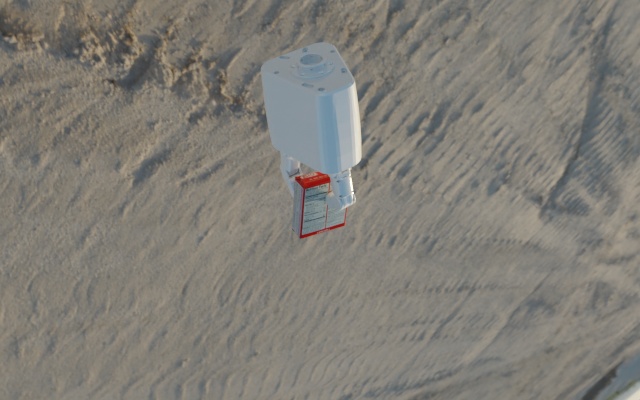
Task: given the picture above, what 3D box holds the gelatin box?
[{"bbox_3d":[0.000,0.003,0.649,0.073,0.089,0.030,-15,39,-27],"label":"gelatin box"}]
